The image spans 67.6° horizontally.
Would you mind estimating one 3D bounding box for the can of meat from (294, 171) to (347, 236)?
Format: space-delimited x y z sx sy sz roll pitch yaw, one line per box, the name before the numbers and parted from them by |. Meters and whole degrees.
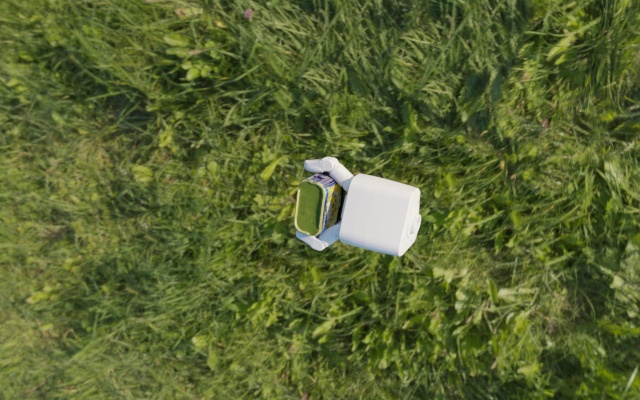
can of meat | 0.000 0.003 0.821 0.057 0.102 0.084 17 23 24
